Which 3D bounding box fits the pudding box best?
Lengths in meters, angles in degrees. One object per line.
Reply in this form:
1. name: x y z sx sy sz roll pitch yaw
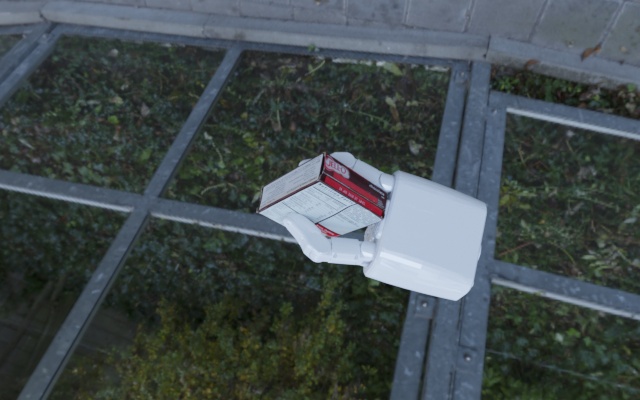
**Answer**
1. pudding box: 0.000 0.002 0.506 0.090 0.039 0.113 31 -37 -29
